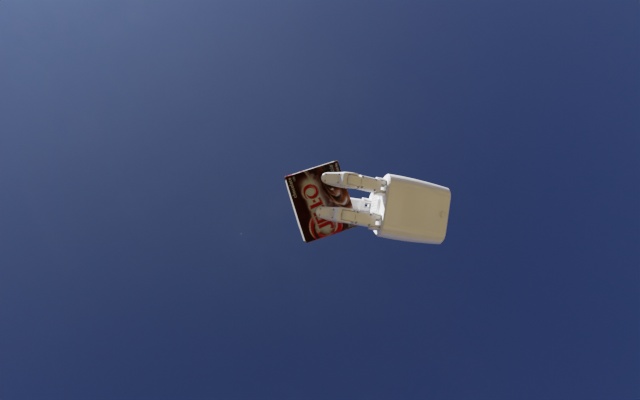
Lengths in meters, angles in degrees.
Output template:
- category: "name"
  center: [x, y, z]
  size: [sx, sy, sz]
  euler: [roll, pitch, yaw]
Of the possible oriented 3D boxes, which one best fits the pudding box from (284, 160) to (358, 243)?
- category: "pudding box"
  center: [0.000, 0.003, 0.768]
  size: [0.090, 0.113, 0.039]
  euler: [-18, -1, -10]
